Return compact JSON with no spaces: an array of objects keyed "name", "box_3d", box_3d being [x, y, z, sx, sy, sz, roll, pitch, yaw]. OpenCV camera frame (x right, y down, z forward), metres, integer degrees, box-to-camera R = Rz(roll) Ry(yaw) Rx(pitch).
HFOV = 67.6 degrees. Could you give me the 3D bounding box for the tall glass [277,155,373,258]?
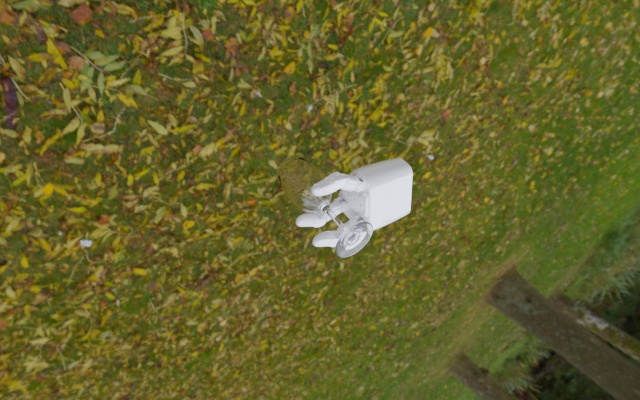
[{"name":"tall glass","box_3d":[0.000,0.003,0.815,0.079,0.079,0.201,0,37,-44]}]
